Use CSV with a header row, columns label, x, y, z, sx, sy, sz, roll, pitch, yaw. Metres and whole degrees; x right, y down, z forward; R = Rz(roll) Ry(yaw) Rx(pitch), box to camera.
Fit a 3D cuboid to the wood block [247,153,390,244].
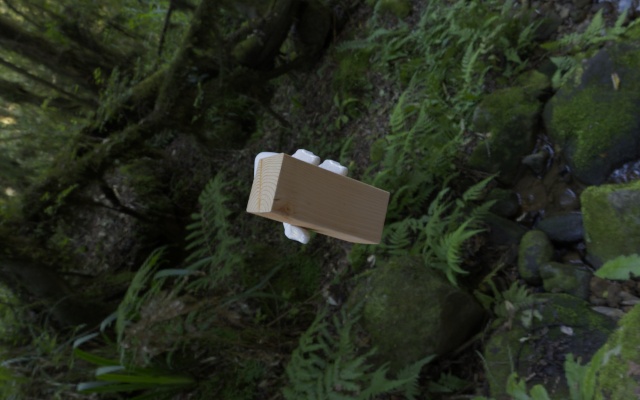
label,x,y,z,sx,sy,sz,roll,pitch,yaw
wood block,0.000,0.003,0.770,0.206,0.091,0.090,18,-10,-30
